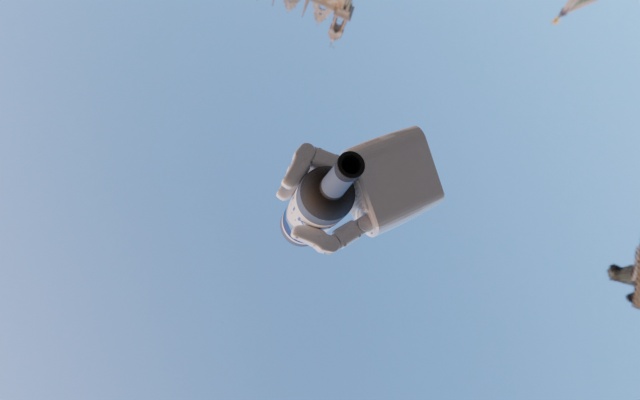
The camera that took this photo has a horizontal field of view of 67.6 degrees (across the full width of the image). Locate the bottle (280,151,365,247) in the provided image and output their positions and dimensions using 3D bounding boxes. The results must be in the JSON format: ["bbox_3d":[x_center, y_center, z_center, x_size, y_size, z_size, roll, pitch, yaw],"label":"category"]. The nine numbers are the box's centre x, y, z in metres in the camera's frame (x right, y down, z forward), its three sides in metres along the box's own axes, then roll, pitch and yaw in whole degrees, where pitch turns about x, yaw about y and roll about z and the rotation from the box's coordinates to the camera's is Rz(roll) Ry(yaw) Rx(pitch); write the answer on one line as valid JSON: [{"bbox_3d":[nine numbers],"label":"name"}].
[{"bbox_3d":[0.000,0.002,0.587,0.069,0.069,0.296,0,-14,-12],"label":"bottle"}]
